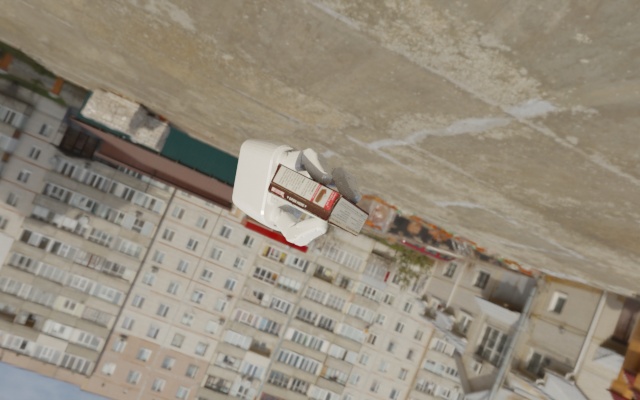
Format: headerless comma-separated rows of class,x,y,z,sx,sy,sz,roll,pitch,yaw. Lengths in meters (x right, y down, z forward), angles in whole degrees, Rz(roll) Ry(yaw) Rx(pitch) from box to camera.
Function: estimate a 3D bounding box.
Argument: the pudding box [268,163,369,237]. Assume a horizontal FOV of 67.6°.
pudding box,0.000,0.002,0.577,0.090,0.039,0.113,26,0,25
